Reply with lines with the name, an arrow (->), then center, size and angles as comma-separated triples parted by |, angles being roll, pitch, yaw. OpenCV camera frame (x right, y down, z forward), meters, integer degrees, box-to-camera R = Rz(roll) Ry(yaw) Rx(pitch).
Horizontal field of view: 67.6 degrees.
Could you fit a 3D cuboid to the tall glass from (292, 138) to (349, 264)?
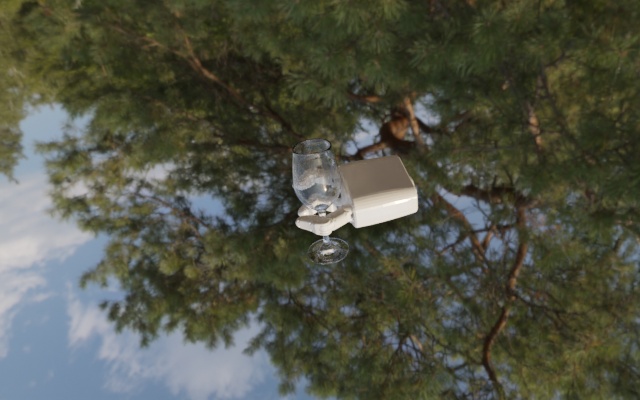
tall glass -> 0.000, 0.003, 0.781 | 0.079, 0.201, 0.079 | -7, 30, 4
